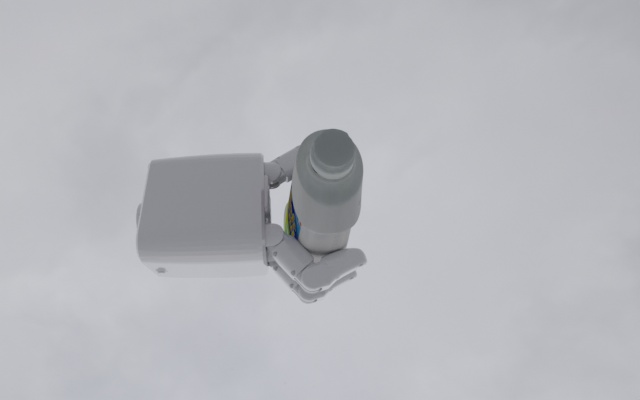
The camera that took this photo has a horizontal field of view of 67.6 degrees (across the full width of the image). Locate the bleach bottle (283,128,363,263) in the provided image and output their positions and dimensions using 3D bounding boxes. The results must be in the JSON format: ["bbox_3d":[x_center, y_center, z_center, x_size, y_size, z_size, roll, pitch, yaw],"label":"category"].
[{"bbox_3d":[0.000,0.002,0.436,0.068,0.102,0.251,-2,-21,-5],"label":"bleach bottle"}]
